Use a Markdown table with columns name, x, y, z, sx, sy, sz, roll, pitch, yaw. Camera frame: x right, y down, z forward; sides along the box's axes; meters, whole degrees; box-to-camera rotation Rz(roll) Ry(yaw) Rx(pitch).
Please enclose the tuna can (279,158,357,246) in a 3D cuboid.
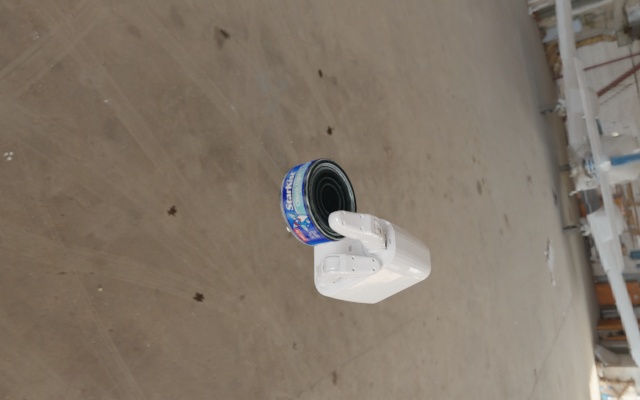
| name | x | y | z | sx | sy | sz | roll | pitch | yaw |
| --- | --- | --- | --- | --- | --- | --- | --- | --- | --- |
| tuna can | 0.000 | 0.001 | 0.482 | 0.034 | 0.086 | 0.086 | -14 | -9 | 37 |
